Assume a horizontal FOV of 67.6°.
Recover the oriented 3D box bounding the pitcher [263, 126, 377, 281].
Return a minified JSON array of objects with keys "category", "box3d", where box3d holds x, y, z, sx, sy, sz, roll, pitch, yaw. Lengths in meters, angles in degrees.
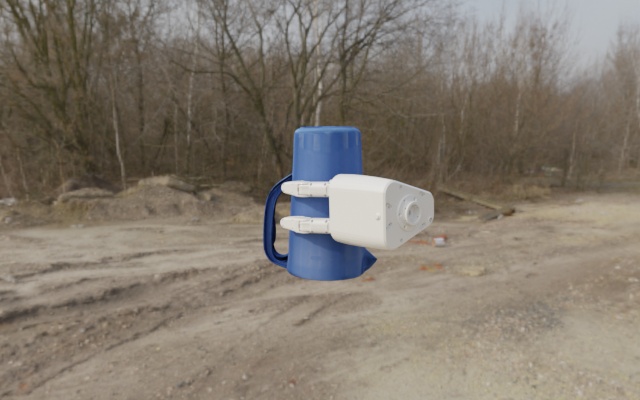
[{"category":"pitcher","box3d":[0.000,0.003,0.785,0.149,0.243,0.145,-5,8,-40]}]
